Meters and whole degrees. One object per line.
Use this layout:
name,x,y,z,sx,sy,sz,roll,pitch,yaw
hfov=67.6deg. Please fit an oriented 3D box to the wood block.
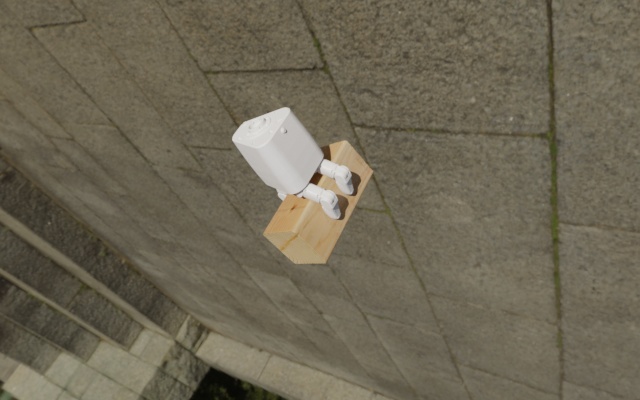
wood block,0.000,0.003,0.852,0.091,0.206,0.090,-9,-47,49
